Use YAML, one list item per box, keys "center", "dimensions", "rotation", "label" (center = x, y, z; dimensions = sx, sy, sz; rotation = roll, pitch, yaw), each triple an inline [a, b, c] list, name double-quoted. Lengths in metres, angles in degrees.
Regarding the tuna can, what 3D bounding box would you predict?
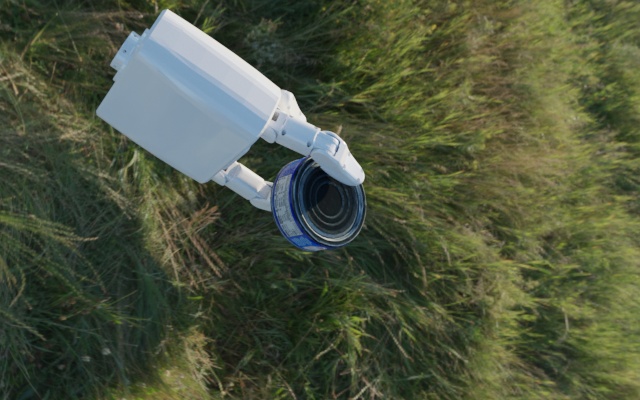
- center: [0.000, 0.001, 0.425]
  dimensions: [0.086, 0.086, 0.034]
  rotation: [0, -9, -39]
  label: "tuna can"
